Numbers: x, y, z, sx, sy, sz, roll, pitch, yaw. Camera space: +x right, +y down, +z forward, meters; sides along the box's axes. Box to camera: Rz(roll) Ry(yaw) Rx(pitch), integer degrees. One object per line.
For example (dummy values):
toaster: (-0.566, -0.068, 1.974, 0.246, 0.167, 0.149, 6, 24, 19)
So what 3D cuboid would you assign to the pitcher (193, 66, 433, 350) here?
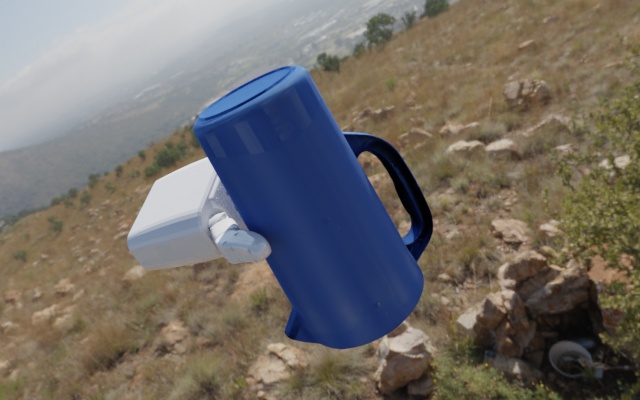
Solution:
pitcher: (0.000, 0.002, 0.444, 0.145, 0.243, 0.149, -14, 27, 29)
